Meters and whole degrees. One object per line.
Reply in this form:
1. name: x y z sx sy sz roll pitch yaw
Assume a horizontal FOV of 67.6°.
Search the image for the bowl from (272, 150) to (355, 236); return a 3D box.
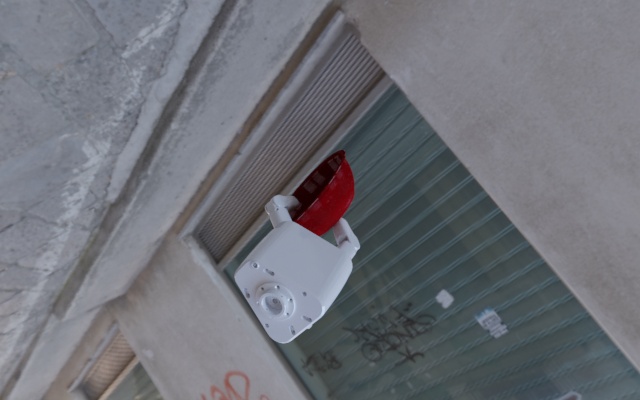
1. bowl: 0.001 0.002 0.713 0.055 0.162 0.162 40 -11 -13
